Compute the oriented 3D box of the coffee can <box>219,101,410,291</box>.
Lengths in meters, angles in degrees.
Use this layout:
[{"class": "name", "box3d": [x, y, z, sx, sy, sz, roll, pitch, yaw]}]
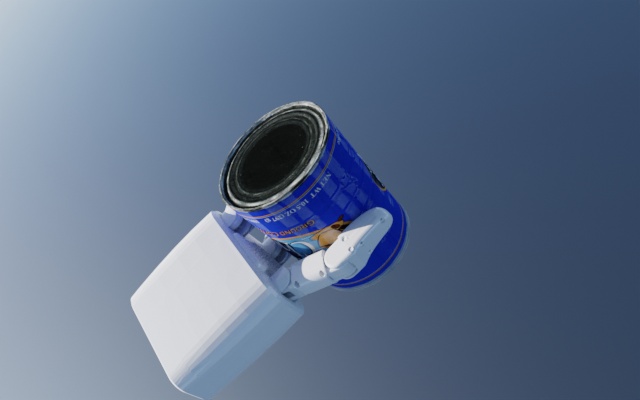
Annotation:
[{"class": "coffee can", "box3d": [0.000, 0.001, 0.405, 0.103, 0.102, 0.140, 0, -32, 40]}]
